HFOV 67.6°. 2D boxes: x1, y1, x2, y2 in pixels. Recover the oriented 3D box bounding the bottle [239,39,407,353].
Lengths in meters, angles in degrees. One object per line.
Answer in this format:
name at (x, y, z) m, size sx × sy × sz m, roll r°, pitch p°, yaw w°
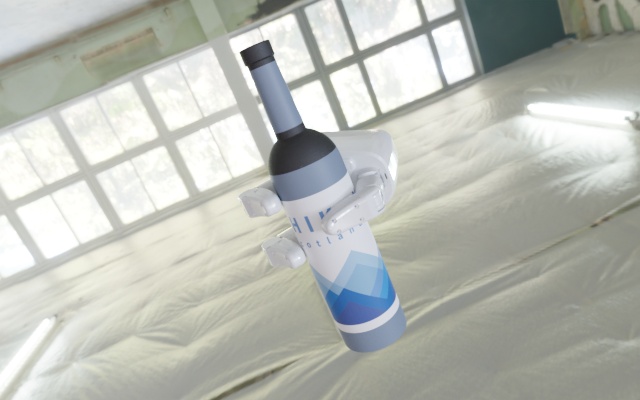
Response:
bottle at (0.000, 0.002, 0.437) m, size 0.069 × 0.296 × 0.069 m, roll -21°, pitch 17°, yaw 7°
